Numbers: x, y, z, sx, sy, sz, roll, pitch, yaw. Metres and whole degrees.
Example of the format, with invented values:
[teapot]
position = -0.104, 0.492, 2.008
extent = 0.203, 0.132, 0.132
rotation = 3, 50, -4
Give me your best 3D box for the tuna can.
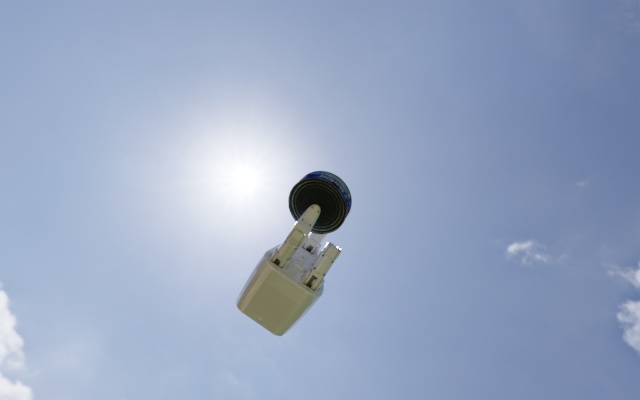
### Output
[tuna can]
position = 0.000, 0.002, 0.671
extent = 0.086, 0.086, 0.033
rotation = 0, 24, 21
